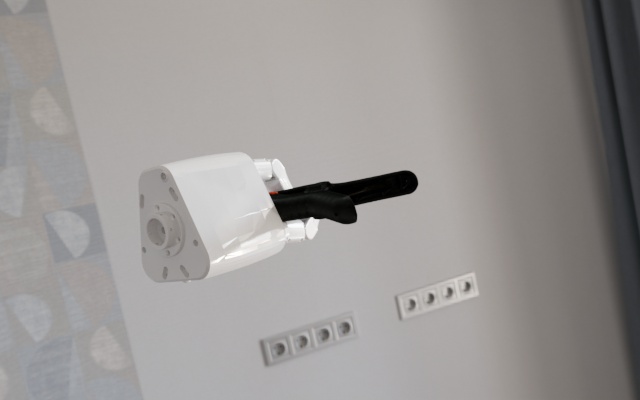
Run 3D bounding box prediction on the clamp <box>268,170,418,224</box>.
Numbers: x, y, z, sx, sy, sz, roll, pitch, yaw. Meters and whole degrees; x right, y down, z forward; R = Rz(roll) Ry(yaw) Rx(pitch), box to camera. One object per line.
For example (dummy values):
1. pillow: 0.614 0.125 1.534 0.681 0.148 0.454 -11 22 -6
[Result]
1. clamp: 0.000 0.001 0.481 0.171 0.039 0.120 -10 4 34
